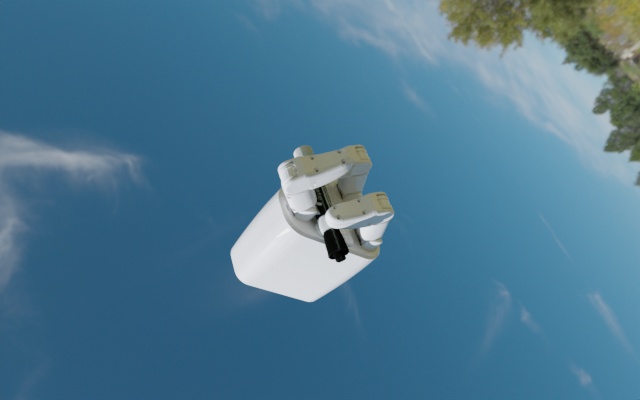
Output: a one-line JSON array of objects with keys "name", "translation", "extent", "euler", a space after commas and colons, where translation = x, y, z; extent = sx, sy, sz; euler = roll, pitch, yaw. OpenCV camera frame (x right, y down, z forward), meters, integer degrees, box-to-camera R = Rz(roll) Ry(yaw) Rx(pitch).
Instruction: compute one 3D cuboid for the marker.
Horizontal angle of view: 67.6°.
[{"name": "marker", "translation": [0.000, 0.001, 0.434], "extent": [0.020, 0.121, 0.020], "euler": [-15, -30, -9]}]
